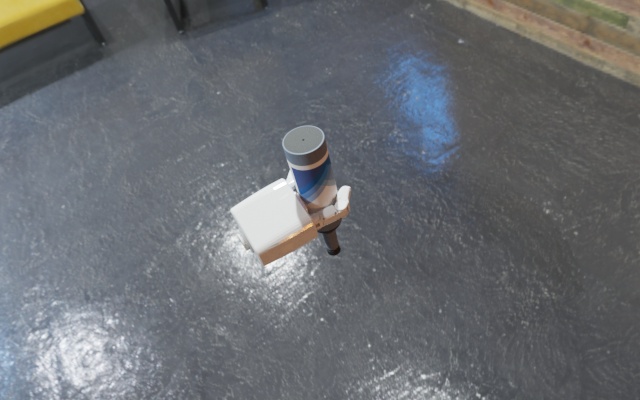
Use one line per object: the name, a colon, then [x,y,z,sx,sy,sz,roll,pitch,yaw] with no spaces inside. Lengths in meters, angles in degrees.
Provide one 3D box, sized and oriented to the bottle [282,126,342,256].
bottle: [0.000,0.003,0.838,0.069,0.069,0.296,0,-41,14]
